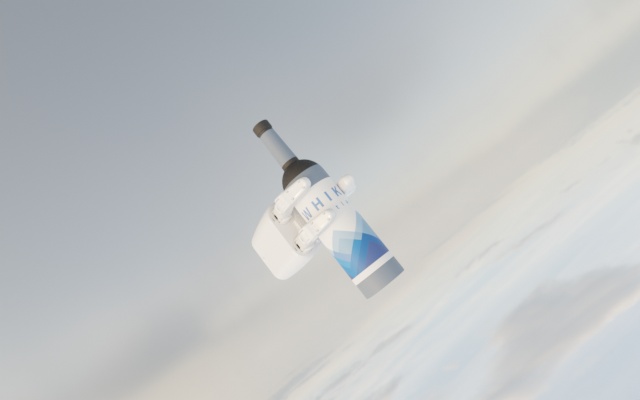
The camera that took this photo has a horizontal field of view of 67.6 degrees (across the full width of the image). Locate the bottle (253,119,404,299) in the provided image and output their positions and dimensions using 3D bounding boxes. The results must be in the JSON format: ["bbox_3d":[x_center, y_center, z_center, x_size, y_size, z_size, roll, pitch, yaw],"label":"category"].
[{"bbox_3d":[0.000,0.002,0.682,0.069,0.295,0.069,-37,-10,-8],"label":"bottle"}]
